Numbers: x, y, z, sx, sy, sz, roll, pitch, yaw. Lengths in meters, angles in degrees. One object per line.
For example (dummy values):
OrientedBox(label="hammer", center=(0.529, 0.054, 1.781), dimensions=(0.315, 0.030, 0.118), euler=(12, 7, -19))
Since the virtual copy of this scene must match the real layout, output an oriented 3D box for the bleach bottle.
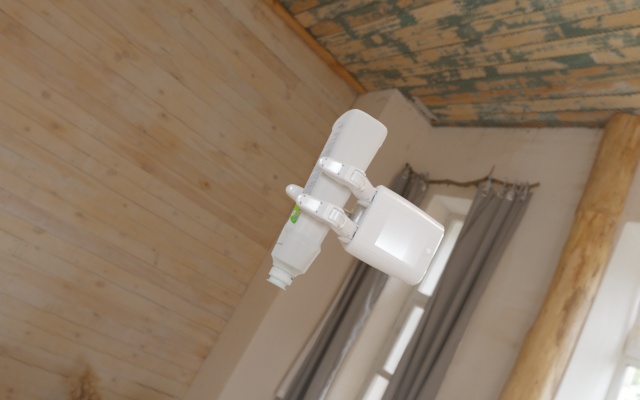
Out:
OrientedBox(label="bleach bottle", center=(0.000, 0.002, 0.645), dimensions=(0.068, 0.250, 0.102), euler=(31, -13, -8))
